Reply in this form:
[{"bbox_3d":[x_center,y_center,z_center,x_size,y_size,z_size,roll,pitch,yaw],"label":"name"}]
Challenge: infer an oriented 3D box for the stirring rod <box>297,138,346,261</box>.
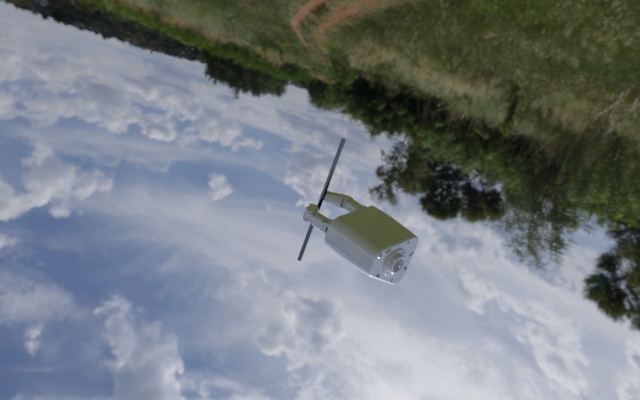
[{"bbox_3d":[0.000,0.003,0.854,0.011,0.239,0.011,18,17,-6],"label":"stirring rod"}]
